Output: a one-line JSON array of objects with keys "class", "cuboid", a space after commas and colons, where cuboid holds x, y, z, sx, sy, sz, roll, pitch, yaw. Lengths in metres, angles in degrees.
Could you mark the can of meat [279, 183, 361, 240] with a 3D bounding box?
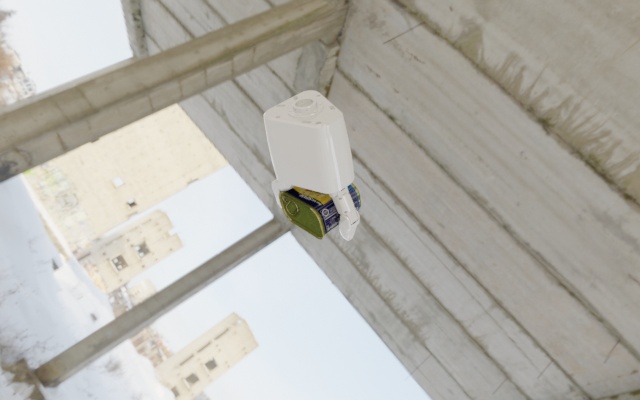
[{"class": "can of meat", "cuboid": [0.000, 0.002, 0.735, 0.084, 0.057, 0.102, -34, 39, -26]}]
